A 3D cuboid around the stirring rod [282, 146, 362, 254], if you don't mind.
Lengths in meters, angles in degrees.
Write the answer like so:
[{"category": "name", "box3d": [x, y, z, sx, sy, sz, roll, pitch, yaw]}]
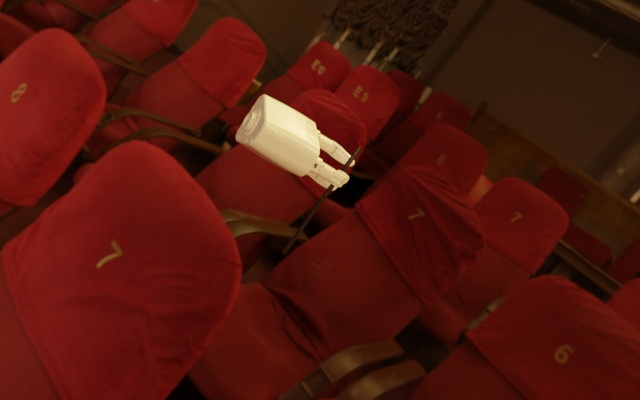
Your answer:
[{"category": "stirring rod", "box3d": [0.000, 0.003, 0.856, 0.011, 0.239, 0.011, 33, 14, -10]}]
